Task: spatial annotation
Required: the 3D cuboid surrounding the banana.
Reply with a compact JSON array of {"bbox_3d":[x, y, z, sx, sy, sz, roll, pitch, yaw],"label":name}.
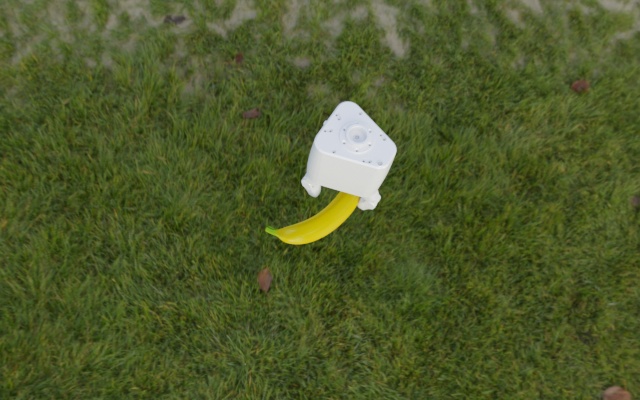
[{"bbox_3d":[0.008,0.019,0.798,0.198,0.069,0.037,-31,-16,-13],"label":"banana"}]
